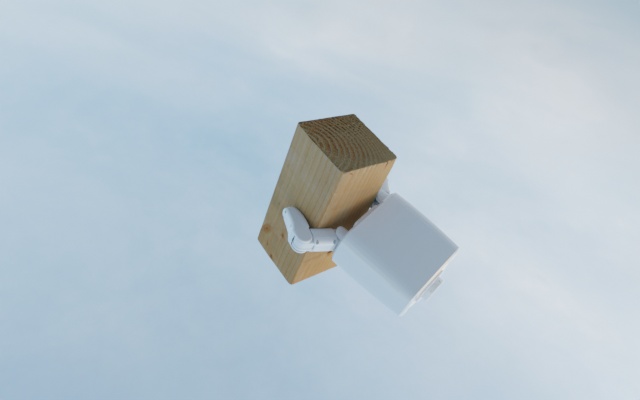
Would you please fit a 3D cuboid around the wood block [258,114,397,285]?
[{"bbox_3d":[0.000,0.002,0.610,0.091,0.206,0.090,-16,55,-37],"label":"wood block"}]
